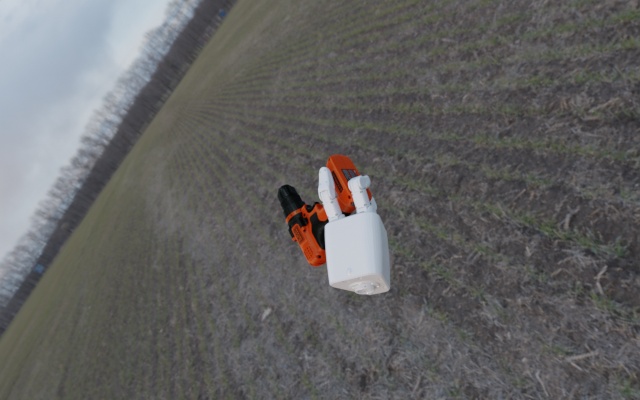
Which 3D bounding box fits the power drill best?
[{"bbox_3d":[0.000,0.003,0.890,0.057,0.184,0.188,-5,-34,-43],"label":"power drill"}]
